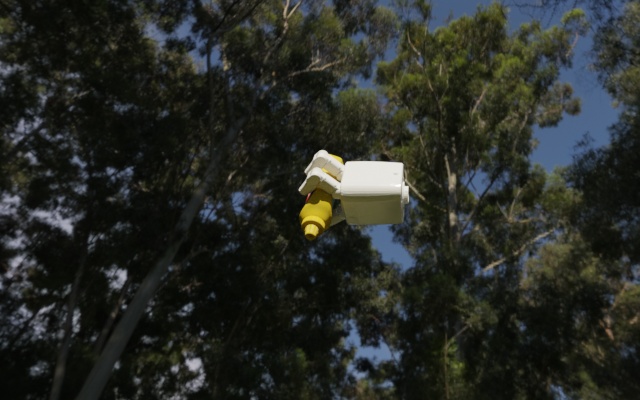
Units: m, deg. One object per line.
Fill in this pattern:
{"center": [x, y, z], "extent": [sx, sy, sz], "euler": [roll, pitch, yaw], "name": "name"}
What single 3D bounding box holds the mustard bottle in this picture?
{"center": [0.000, 0.003, 0.891], "extent": [0.058, 0.096, 0.191], "euler": [19, 41, -3], "name": "mustard bottle"}
